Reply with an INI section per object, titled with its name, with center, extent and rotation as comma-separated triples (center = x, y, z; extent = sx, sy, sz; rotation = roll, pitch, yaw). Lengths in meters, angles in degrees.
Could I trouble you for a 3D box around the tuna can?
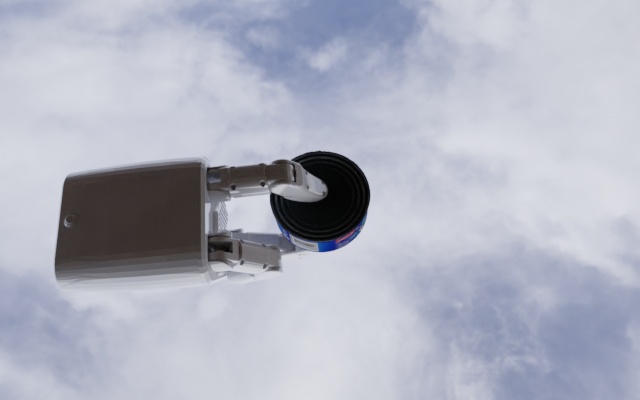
[tuna can]
center = 0.000, 0.002, 0.419
extent = 0.086, 0.086, 0.034
rotation = 0, -25, 3
